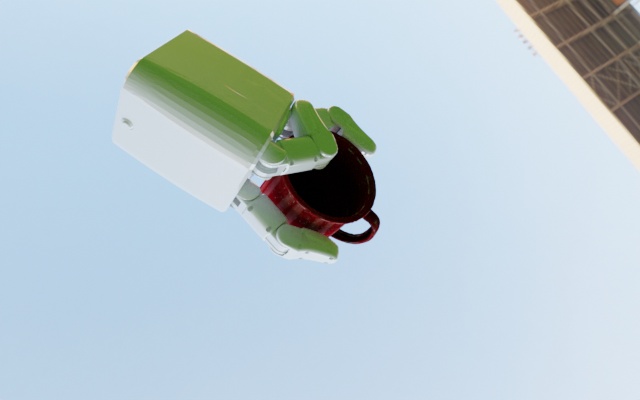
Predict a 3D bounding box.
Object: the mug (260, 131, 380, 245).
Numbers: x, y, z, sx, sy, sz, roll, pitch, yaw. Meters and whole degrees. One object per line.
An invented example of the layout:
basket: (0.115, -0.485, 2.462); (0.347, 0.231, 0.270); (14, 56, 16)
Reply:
mug: (0.001, 0.002, 0.438); (0.117, 0.093, 0.081); (33, -39, -11)
